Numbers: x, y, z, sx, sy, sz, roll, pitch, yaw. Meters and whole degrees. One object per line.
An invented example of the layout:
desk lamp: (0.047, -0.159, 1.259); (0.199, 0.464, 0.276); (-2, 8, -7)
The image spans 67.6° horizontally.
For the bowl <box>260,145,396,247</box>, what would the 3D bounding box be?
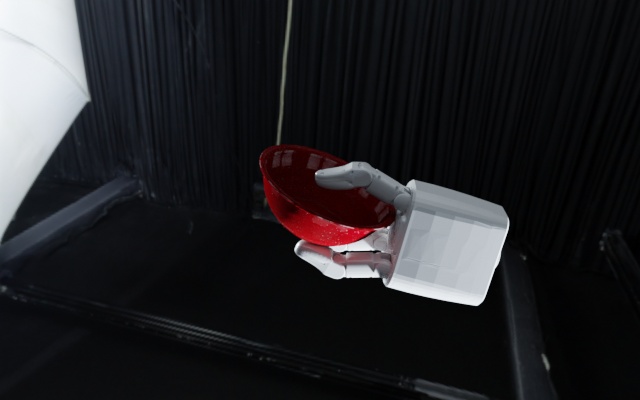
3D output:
bowl: (-0.001, 0.001, 0.533); (0.162, 0.055, 0.162); (21, 27, -11)
